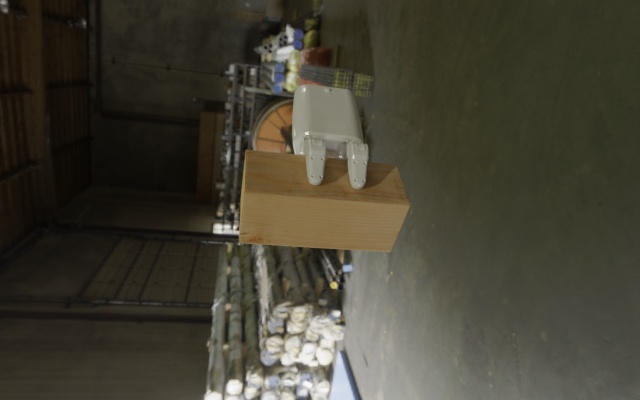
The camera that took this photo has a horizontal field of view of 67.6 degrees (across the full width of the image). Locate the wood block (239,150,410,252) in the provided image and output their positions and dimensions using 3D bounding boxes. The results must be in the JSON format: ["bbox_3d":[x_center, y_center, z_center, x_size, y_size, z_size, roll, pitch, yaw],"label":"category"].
[{"bbox_3d":[0.000,0.002,0.635,0.206,0.091,0.090,5,41,-11],"label":"wood block"}]
